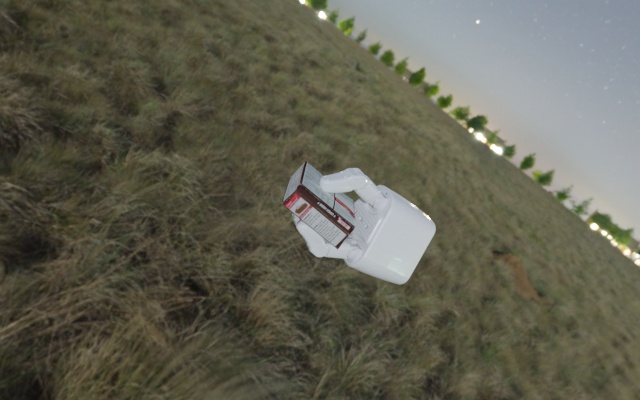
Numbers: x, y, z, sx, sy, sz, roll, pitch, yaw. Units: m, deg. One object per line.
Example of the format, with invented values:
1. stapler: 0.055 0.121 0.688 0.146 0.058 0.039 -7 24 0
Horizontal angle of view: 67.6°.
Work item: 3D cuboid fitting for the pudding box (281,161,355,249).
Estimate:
1. pudding box: 0.000 0.002 0.612 0.090 0.039 0.113 39 14 -10
